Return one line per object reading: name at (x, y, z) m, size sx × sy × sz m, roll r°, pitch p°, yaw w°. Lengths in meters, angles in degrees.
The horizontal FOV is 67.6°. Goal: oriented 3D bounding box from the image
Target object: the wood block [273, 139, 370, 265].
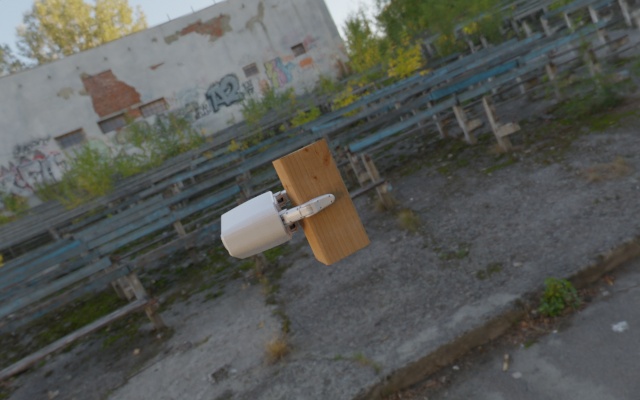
wood block at (0.000, 0.003, 0.876) m, size 0.090 × 0.206 × 0.091 m, roll -26°, pitch 7°, yaw -13°
